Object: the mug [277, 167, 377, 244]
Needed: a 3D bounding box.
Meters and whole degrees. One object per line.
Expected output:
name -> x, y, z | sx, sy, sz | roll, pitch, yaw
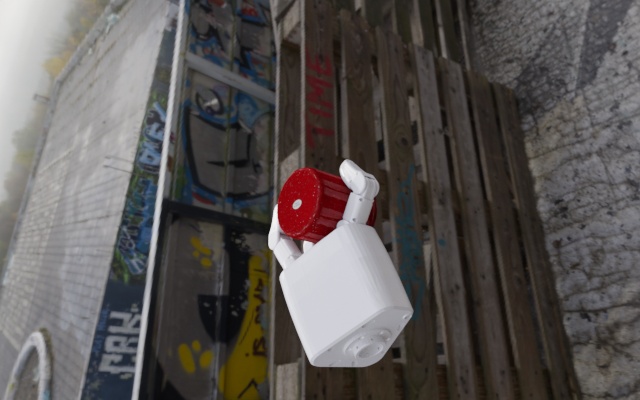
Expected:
mug -> -0.001, 0.001, 0.560 | 0.081, 0.093, 0.117 | 16, 34, -38
